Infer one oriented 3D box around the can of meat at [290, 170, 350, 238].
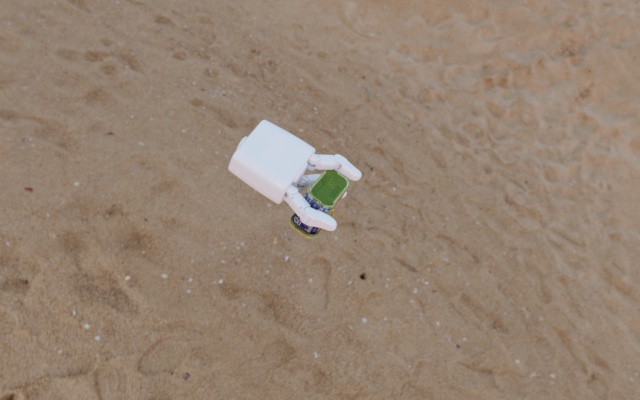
[{"bbox_3d":[0.000,0.003,0.834,0.057,0.084,0.102,34,42,4],"label":"can of meat"}]
